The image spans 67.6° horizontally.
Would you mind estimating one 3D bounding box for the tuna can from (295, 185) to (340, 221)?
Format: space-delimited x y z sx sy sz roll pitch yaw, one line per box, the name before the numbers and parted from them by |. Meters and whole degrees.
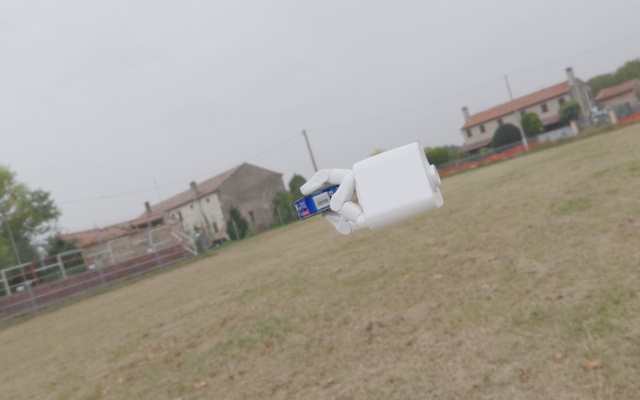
tuna can | 0.000 0.002 0.805 0.086 0.034 0.086 -23 -2 -1
